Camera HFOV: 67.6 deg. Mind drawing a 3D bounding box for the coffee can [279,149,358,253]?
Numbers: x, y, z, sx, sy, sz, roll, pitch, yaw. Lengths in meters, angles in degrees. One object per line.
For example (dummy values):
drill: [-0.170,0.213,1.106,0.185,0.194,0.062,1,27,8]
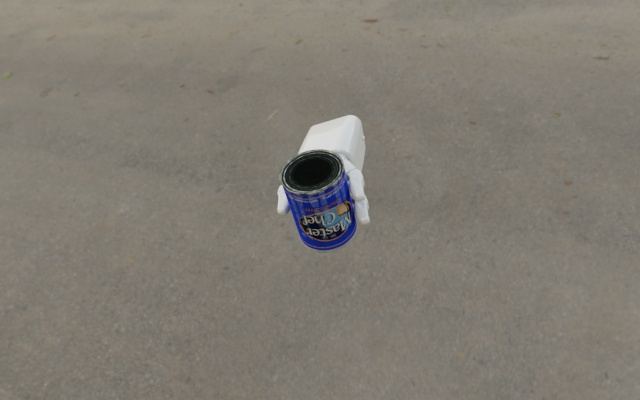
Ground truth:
coffee can: [0.000,0.003,0.779,0.103,0.102,0.140,0,-44,16]
